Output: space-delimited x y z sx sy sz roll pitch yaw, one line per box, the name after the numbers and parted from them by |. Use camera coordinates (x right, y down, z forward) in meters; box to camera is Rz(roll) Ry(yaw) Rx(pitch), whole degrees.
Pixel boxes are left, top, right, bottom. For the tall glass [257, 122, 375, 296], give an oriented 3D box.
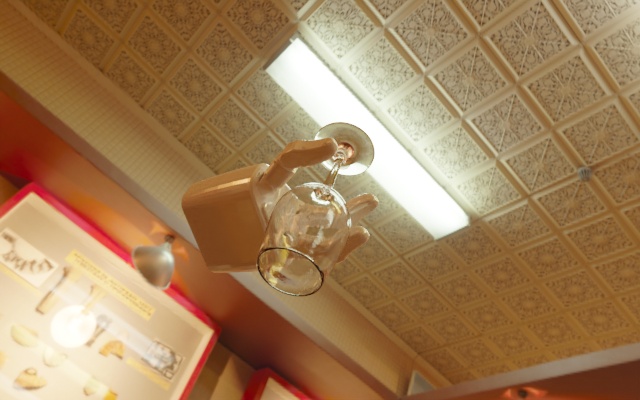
0.000 0.001 0.488 0.079 0.079 0.201 0 38 20 | tall glass
